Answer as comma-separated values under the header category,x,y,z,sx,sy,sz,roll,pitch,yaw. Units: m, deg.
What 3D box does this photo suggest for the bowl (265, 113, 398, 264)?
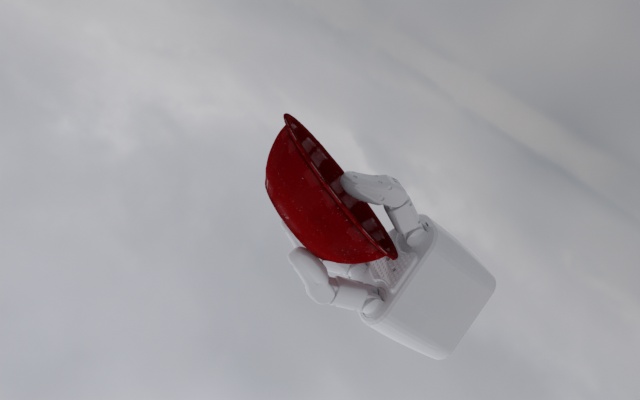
category,x,y,z,sx,sy,sz,roll,pitch,yaw
bowl,-0.001,0.001,0.429,0.055,0.162,0.162,-37,-7,9
